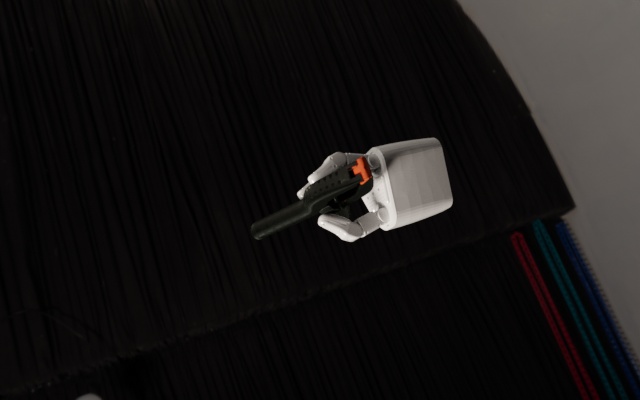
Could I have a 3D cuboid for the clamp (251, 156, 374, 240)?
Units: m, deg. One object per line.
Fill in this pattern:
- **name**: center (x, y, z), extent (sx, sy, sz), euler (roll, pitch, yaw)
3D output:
- **clamp**: center (0.001, 0.003, 0.634), extent (0.164, 0.036, 0.210), euler (-14, -15, -23)
